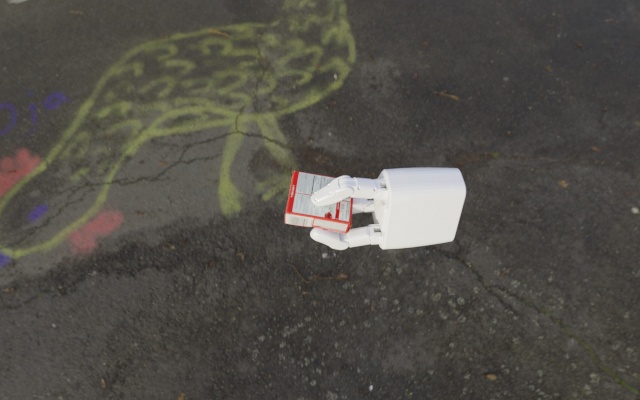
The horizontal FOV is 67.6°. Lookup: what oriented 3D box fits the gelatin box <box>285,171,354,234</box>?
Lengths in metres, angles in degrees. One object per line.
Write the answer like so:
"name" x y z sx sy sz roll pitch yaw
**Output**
"gelatin box" 0.000 0.002 0.654 0.089 0.073 0.030 10 -35 -3
